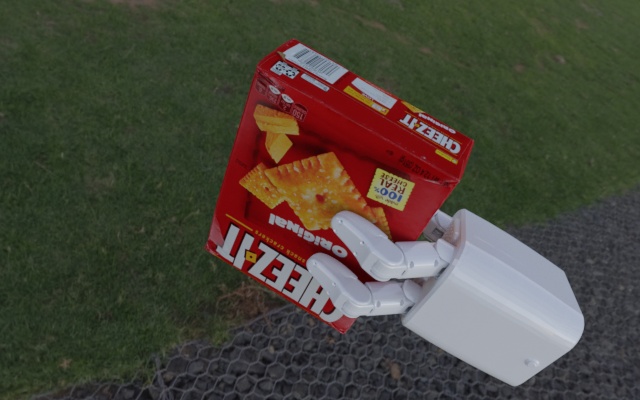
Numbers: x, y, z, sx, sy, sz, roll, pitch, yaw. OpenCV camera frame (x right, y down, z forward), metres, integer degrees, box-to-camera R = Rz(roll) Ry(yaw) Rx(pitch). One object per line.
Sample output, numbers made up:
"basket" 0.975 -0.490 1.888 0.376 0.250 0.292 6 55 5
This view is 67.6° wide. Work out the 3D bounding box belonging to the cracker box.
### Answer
"cracker box" 0.000 0.001 0.411 0.164 0.214 0.072 31 41 5
